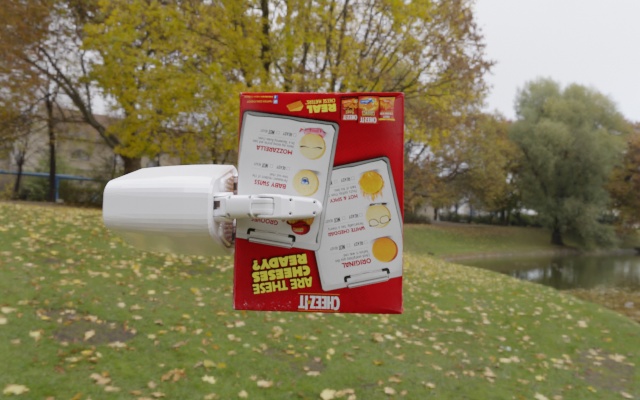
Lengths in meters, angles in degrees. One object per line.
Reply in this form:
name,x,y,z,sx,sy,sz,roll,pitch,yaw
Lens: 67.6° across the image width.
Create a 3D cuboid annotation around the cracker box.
cracker box,0.000,0.001,0.488,0.164,0.213,0.072,1,-3,4
